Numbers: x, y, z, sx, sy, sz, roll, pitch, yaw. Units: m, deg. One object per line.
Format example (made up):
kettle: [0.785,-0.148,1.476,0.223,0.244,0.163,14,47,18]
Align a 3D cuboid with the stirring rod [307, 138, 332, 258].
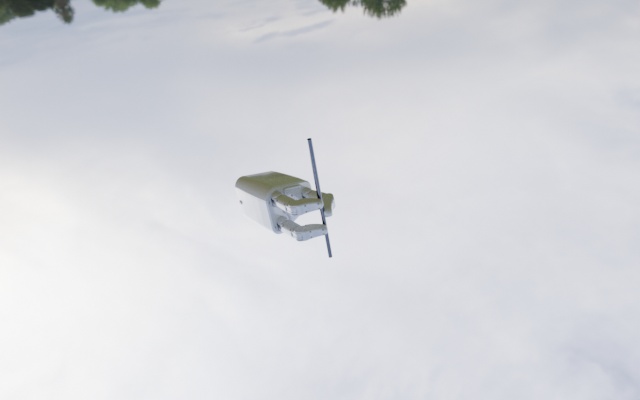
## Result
stirring rod: [0.000,0.003,0.835,0.011,0.240,0.011,-8,30,4]
